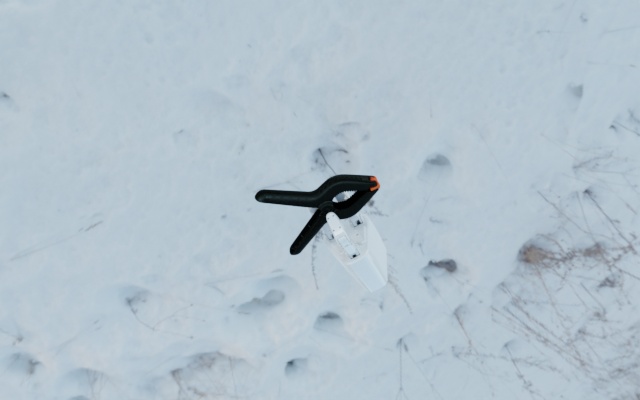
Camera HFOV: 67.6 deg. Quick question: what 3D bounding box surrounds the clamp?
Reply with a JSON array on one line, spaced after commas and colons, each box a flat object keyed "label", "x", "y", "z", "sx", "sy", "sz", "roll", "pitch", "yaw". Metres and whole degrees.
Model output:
[{"label": "clamp", "x": 0.001, "y": 0.003, "z": 0.834, "sx": 0.210, "sy": 0.036, "sz": 0.165, "roll": -29, "pitch": -48, "yaw": 9}]
